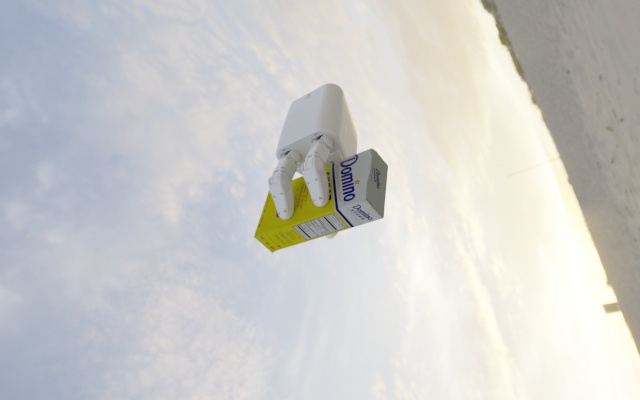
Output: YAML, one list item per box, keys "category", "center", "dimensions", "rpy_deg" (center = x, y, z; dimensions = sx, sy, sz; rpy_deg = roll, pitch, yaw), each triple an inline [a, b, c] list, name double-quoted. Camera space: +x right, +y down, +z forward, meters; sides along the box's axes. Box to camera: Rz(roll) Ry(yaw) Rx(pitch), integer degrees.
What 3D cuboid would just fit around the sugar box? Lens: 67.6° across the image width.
- category: "sugar box"
  center: [0.000, 0.002, 0.621]
  dimensions: [0.176, 0.093, 0.048]
  rpy_deg: [-23, -51, 32]
